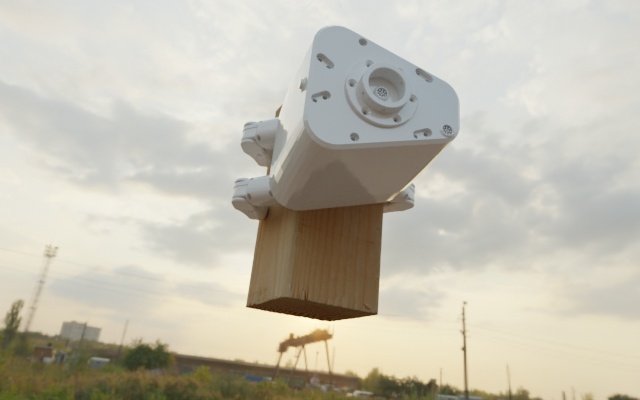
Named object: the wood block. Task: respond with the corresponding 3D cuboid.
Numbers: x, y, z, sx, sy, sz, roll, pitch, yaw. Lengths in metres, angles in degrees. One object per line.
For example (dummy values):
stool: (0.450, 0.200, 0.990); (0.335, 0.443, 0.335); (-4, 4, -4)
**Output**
wood block: (0.001, 0.001, 0.451); (0.091, 0.206, 0.090); (17, -24, -24)
